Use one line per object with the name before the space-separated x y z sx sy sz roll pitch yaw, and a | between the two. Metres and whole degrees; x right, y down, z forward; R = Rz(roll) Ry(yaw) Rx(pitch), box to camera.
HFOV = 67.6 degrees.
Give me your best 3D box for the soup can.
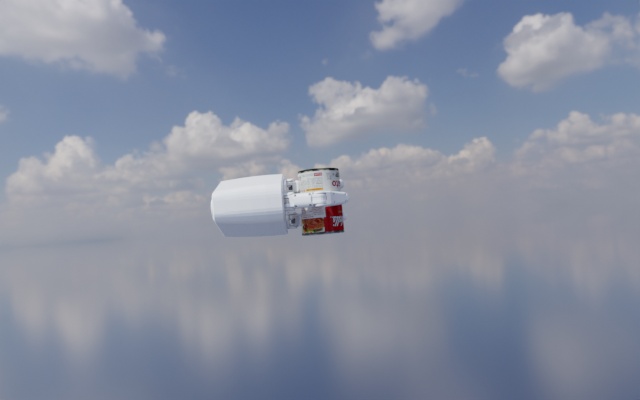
soup can | 0.001 0.002 0.757 0.068 0.102 0.068 -5 -3 0
